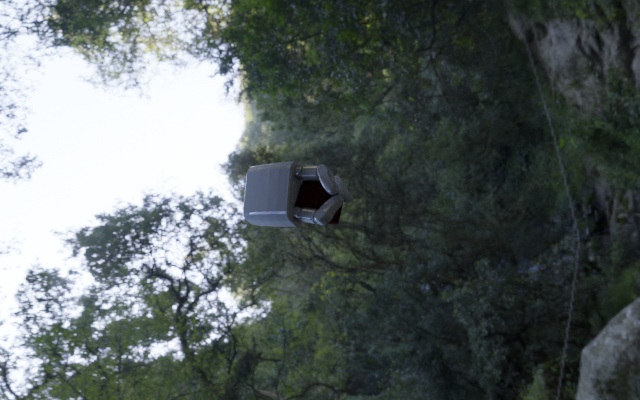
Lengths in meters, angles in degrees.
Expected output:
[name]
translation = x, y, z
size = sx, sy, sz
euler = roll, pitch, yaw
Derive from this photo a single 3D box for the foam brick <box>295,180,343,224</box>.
[foam brick]
translation = 0.000, 0.003, 0.876
size = 0.051, 0.053, 0.078
euler = 0, -28, 31
